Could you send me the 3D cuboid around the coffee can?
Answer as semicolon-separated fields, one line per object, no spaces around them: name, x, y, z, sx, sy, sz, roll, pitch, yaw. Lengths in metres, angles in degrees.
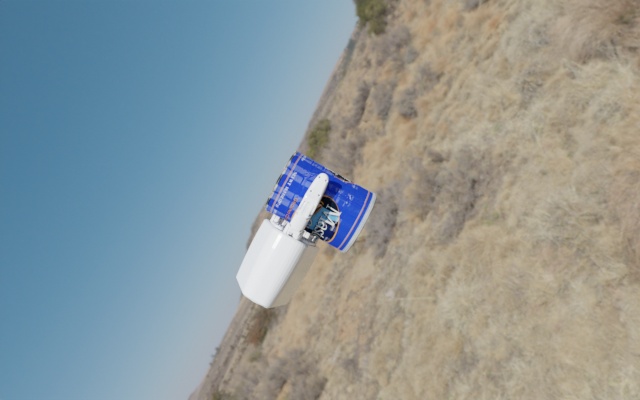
coffee can;0.000;0.002;0.727;0.140;0.103;0.103;29;-1;-1
